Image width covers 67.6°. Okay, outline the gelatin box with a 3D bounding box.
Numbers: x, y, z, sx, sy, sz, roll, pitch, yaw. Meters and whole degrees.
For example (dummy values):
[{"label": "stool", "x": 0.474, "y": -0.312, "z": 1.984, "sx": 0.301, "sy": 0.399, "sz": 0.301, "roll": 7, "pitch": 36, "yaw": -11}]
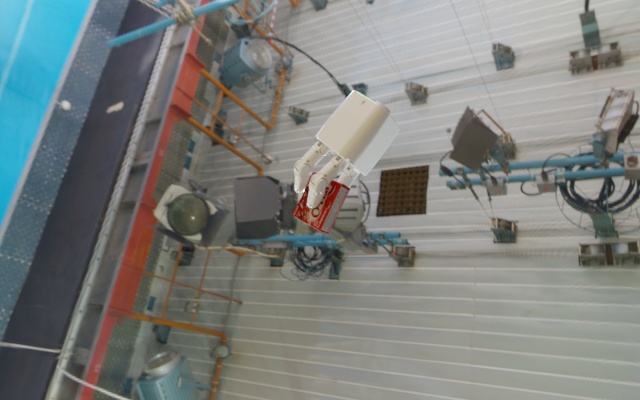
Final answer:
[{"label": "gelatin box", "x": 0.000, "y": 0.003, "z": 0.830, "sx": 0.073, "sy": 0.089, "sz": 0.030, "roll": 26, "pitch": 1, "yaw": 40}]
